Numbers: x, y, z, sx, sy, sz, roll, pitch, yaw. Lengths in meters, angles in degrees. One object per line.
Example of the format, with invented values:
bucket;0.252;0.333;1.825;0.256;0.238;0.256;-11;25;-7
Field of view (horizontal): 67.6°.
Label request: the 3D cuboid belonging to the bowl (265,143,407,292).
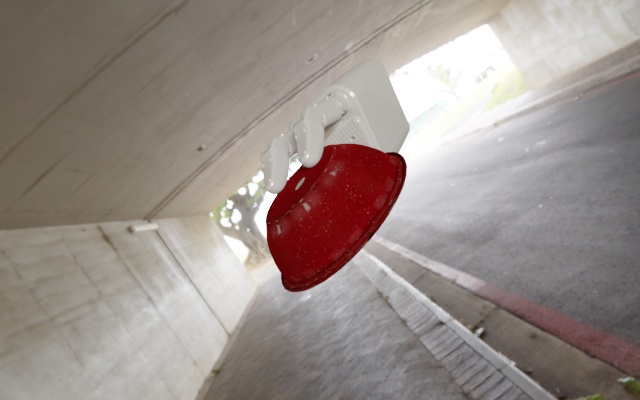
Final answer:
bowl;0.000;0.002;0.431;0.055;0.162;0.162;41;-14;-17
